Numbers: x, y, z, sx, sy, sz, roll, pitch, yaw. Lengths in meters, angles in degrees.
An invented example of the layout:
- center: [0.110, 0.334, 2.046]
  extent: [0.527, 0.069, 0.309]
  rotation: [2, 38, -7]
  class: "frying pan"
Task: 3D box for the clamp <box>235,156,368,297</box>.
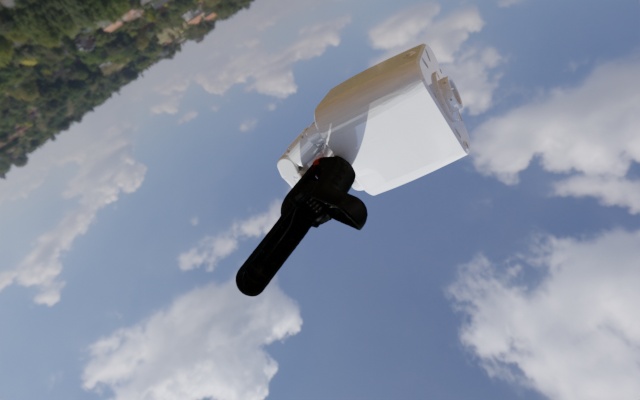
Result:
- center: [0.000, 0.002, 0.403]
  extent: [0.120, 0.039, 0.171]
  rotation: [-26, 24, 29]
  class: "clamp"
